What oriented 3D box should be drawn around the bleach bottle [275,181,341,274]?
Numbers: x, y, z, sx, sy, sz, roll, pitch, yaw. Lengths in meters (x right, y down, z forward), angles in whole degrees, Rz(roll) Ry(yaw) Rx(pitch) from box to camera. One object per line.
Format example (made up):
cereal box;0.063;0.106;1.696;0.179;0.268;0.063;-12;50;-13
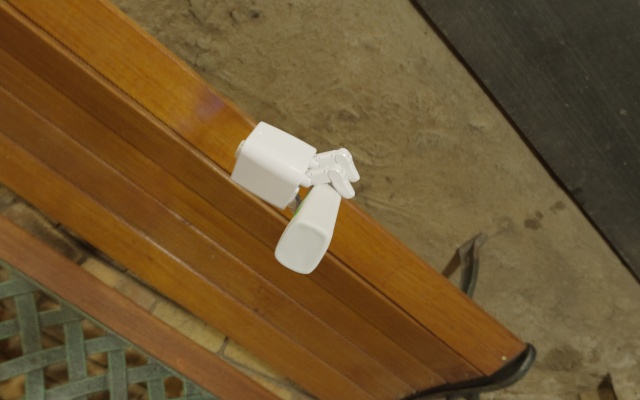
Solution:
bleach bottle;0.000;0.003;0.795;0.068;0.103;0.250;28;35;-4
